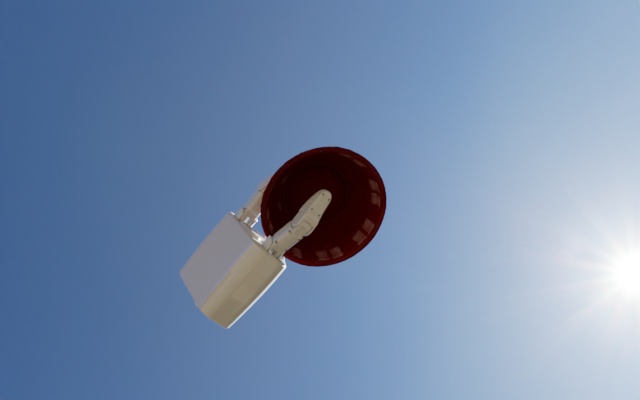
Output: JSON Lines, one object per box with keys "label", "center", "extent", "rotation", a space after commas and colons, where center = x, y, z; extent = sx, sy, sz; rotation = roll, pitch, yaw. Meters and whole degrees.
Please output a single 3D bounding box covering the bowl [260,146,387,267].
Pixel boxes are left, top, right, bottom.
{"label": "bowl", "center": [0.001, 0.001, 0.615], "extent": [0.162, 0.162, 0.055], "rotation": [0, 22, -15]}
